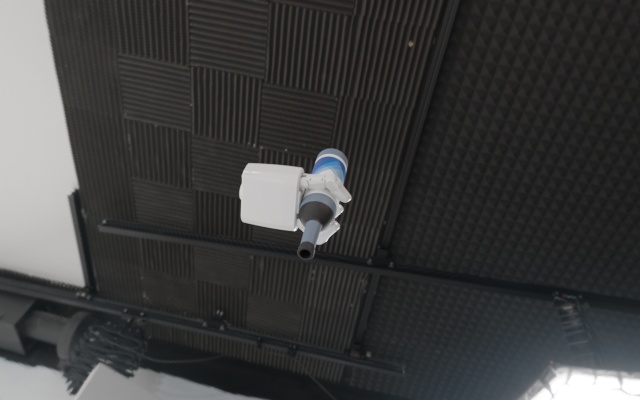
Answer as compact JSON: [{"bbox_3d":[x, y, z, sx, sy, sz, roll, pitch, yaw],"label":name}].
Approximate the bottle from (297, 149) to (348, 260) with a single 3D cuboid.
[{"bbox_3d":[0.000,0.003,0.887,0.069,0.069,0.295,0,35,12],"label":"bottle"}]
